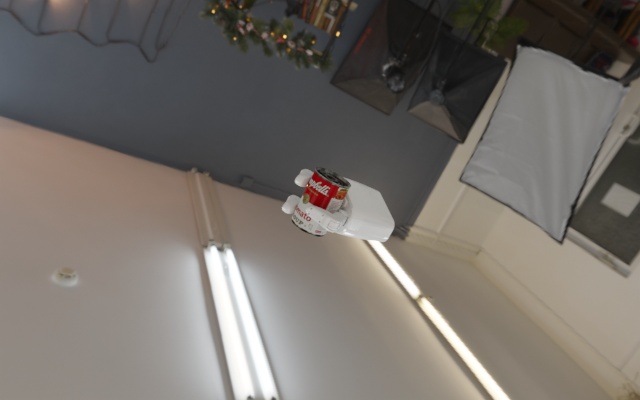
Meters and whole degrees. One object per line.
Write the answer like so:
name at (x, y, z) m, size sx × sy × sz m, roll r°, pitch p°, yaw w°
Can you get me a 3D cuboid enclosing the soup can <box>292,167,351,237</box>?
soup can at (0.000, 0.003, 0.827) m, size 0.068 × 0.102 × 0.068 m, roll 25°, pitch 17°, yaw -8°
